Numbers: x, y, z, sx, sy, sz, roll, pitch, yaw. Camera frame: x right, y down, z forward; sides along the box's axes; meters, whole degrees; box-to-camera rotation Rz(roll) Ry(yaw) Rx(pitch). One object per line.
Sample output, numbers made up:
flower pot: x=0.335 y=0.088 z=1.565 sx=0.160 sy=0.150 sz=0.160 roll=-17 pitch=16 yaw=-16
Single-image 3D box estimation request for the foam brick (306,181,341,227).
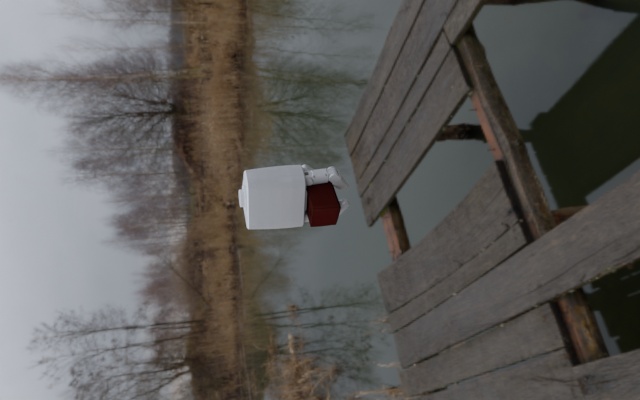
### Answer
foam brick: x=0.000 y=0.003 z=0.881 sx=0.051 sy=0.078 sz=0.053 roll=-5 pitch=-42 yaw=-15
